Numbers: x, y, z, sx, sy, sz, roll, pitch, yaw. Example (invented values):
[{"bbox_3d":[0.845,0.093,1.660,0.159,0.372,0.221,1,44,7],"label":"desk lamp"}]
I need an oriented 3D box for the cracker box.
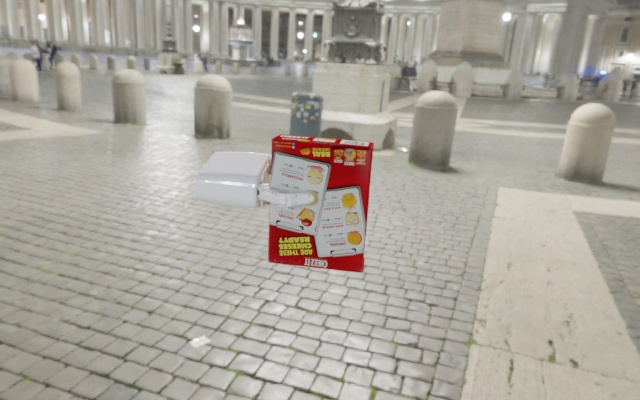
[{"bbox_3d":[0.000,0.003,0.803,0.164,0.214,0.072,5,16,8],"label":"cracker box"}]
